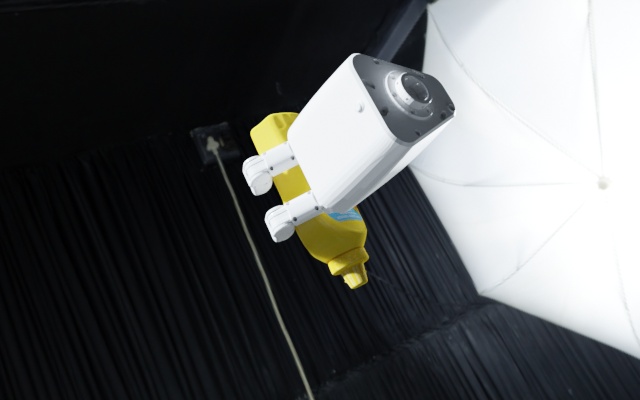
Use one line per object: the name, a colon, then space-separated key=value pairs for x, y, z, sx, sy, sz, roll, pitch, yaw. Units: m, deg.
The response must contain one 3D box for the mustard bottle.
mustard bottle: x=0.000 y=0.002 z=0.502 sx=0.058 sy=0.191 sz=0.096 roll=-34 pitch=-18 yaw=24
